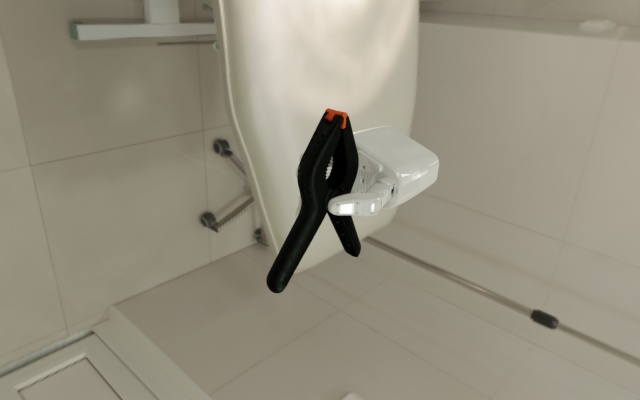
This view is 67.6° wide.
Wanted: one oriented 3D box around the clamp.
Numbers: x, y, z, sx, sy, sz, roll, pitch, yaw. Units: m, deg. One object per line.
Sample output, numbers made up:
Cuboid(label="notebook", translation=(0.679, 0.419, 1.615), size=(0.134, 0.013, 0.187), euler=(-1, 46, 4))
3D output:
Cuboid(label="clamp", translation=(0.001, 0.001, 0.555), size=(0.036, 0.210, 0.164), euler=(21, 30, 34))
